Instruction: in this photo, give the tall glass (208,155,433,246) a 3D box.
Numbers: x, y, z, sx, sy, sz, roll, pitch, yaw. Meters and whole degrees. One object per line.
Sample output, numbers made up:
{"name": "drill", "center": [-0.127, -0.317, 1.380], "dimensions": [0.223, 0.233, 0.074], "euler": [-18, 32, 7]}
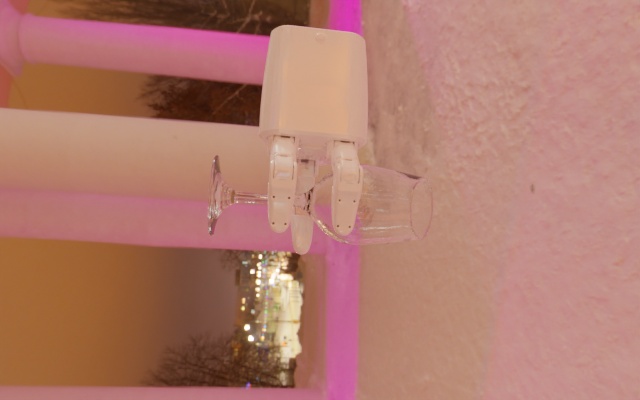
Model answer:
{"name": "tall glass", "center": [-0.001, 0.002, 0.452], "dimensions": [0.201, 0.079, 0.079], "euler": [4, -1, -7]}
